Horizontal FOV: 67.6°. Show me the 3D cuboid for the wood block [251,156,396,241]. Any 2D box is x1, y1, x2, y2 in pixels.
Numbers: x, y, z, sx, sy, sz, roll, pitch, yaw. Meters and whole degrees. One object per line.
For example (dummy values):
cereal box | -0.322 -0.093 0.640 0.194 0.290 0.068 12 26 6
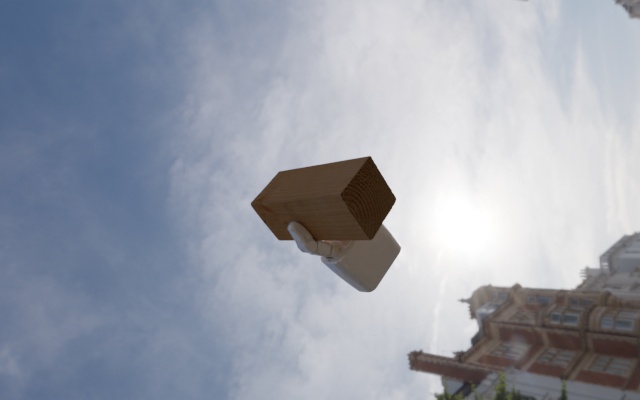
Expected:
wood block | 0.000 0.003 0.750 0.206 0.090 0.090 -6 38 46
